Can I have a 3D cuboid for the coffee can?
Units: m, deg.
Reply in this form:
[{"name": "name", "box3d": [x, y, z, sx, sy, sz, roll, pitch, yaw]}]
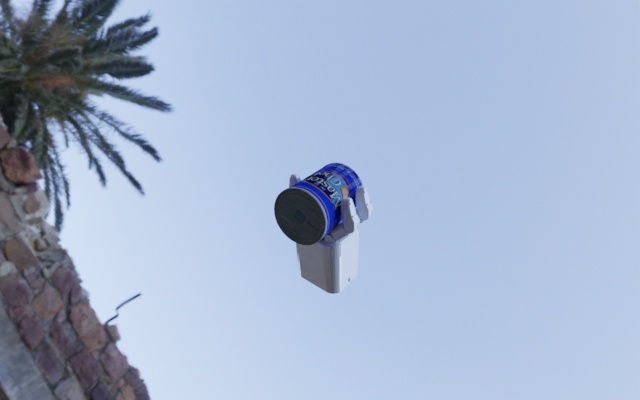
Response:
[{"name": "coffee can", "box3d": [0.000, 0.003, 0.840, 0.103, 0.103, 0.140, 0, 21, 34]}]
